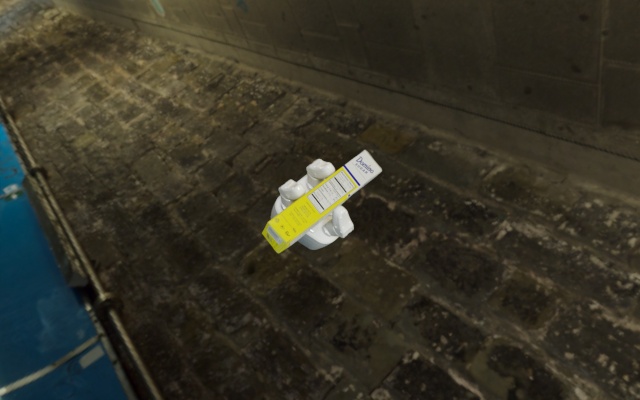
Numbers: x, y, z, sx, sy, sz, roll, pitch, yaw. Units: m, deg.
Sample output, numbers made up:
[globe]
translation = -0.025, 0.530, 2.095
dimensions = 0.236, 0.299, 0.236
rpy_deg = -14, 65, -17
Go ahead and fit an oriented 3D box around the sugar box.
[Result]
[sugar box]
translation = 0.000, 0.002, 0.690
dimensions = 0.176, 0.048, 0.093
rpy_deg = -40, -2, -18
